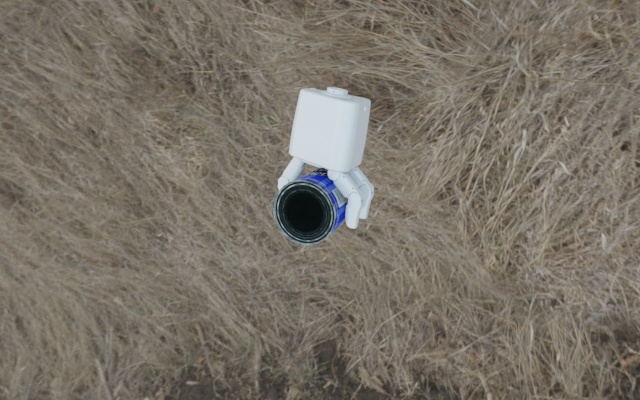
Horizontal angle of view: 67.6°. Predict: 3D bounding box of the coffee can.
[{"bbox_3d":[0.000,0.003,0.777,0.103,0.103,0.140,0,14,22],"label":"coffee can"}]
